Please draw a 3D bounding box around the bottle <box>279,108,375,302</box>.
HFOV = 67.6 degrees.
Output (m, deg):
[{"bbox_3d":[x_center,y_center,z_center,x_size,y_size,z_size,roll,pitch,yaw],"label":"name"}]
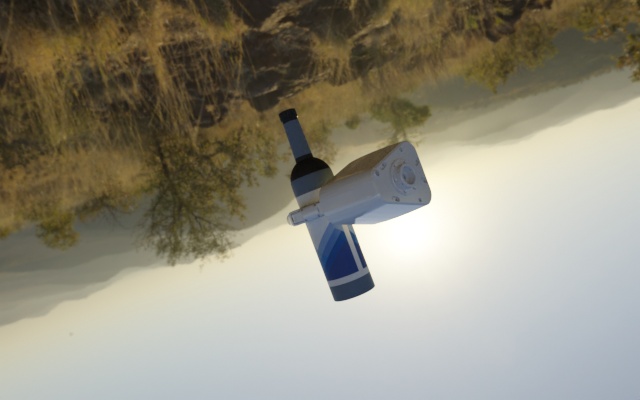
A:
[{"bbox_3d":[0.000,0.003,0.724,0.069,0.295,0.069,-21,-1,0],"label":"bottle"}]
